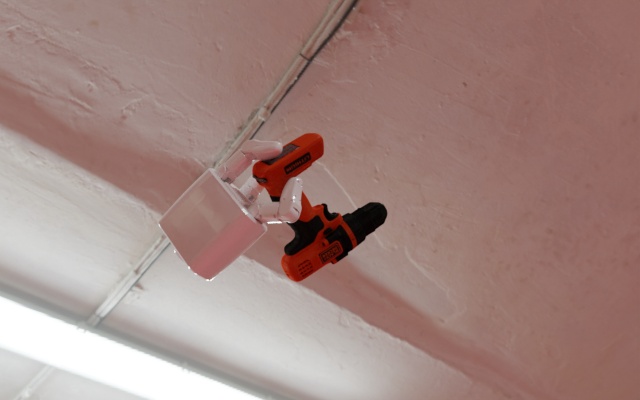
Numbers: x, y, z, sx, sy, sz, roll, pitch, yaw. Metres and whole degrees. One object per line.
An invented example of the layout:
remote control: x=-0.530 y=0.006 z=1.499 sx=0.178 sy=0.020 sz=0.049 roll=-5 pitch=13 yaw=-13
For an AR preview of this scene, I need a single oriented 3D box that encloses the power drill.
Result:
power drill: x=0.000 y=0.002 z=0.685 sx=0.184 sy=0.188 sz=0.057 roll=-33 pitch=25 yaw=-18
